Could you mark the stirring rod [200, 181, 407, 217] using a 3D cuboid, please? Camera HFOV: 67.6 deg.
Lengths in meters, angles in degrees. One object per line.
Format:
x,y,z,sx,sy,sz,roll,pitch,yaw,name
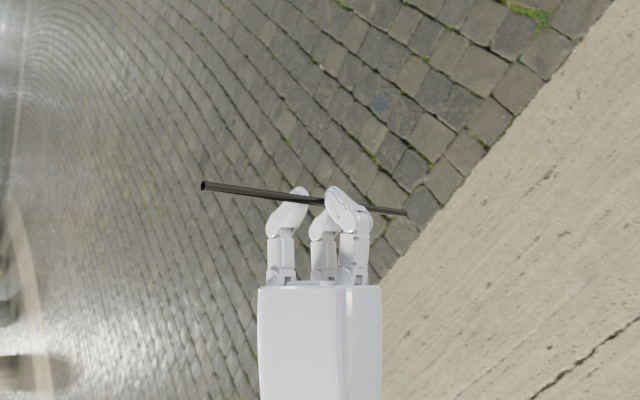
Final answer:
0.000,0.002,0.451,0.239,0.011,0.011,8,-5,-39,stirring rod
